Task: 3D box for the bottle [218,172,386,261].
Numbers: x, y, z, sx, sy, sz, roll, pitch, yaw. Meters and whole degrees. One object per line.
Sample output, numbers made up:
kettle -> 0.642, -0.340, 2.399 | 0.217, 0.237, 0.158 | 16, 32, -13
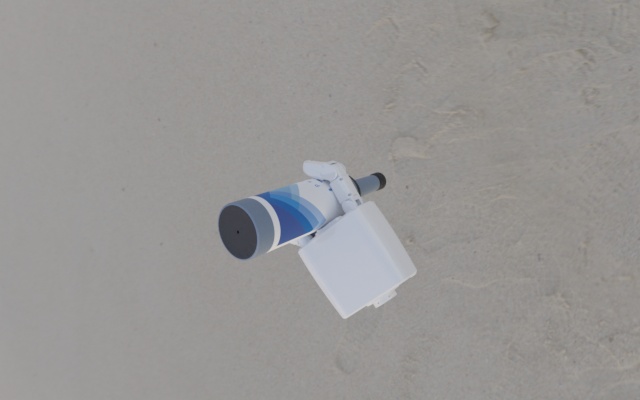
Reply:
bottle -> 0.000, 0.002, 0.633 | 0.069, 0.069, 0.295 | 0, 13, 39
